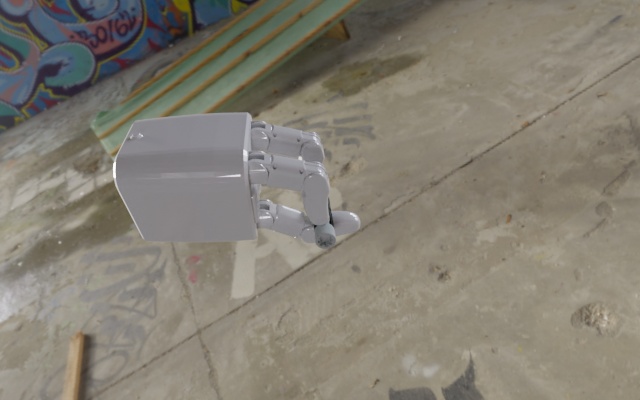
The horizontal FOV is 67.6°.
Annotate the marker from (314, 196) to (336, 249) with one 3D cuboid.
[{"bbox_3d":[0.000,0.002,0.474,0.020,0.020,0.121,0,36,-5],"label":"marker"}]
